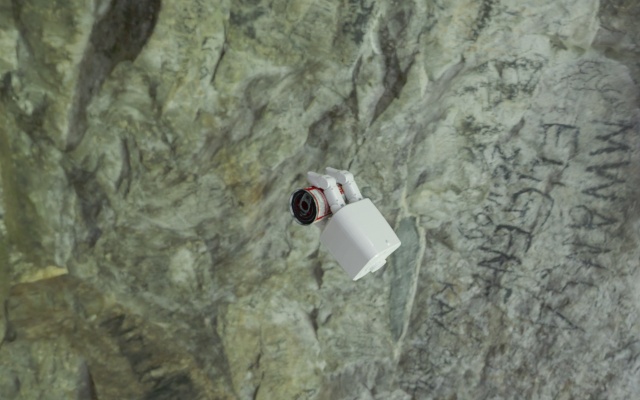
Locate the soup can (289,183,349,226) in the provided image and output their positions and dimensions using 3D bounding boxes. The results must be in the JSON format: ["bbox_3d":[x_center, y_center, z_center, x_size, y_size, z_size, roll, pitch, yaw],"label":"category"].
[{"bbox_3d":[0.000,0.003,0.890,0.068,0.068,0.102,0,11,41],"label":"soup can"}]
